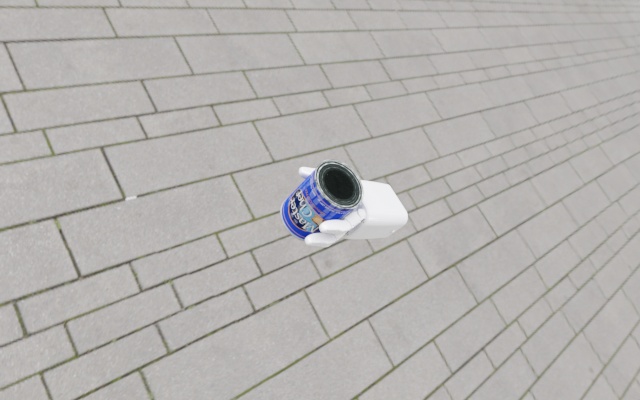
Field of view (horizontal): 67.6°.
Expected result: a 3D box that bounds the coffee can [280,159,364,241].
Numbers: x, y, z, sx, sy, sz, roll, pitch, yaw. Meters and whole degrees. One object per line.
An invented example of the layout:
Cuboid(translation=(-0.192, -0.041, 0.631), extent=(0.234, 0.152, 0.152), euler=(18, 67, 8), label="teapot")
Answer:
Cuboid(translation=(0.000, 0.003, 0.897), extent=(0.103, 0.102, 0.140), euler=(0, -28, -34), label="coffee can")
